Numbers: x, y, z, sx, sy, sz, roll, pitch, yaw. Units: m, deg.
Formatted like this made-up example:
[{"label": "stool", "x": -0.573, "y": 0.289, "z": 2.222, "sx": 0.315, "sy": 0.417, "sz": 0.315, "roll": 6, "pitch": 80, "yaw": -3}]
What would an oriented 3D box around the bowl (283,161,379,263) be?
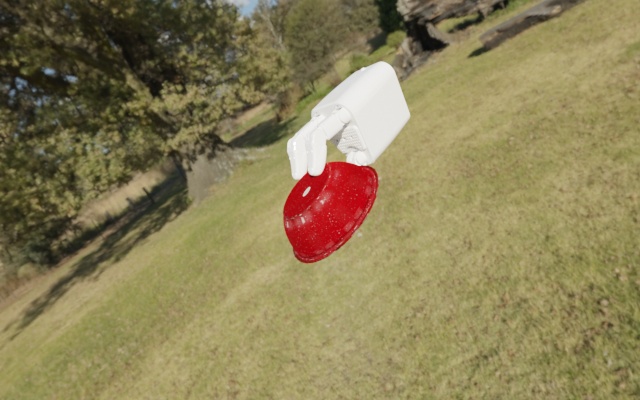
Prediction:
[{"label": "bowl", "x": -0.001, "y": 0.003, "z": 0.638, "sx": 0.055, "sy": 0.162, "sz": 0.162, "roll": 39, "pitch": -18, "yaw": -24}]
